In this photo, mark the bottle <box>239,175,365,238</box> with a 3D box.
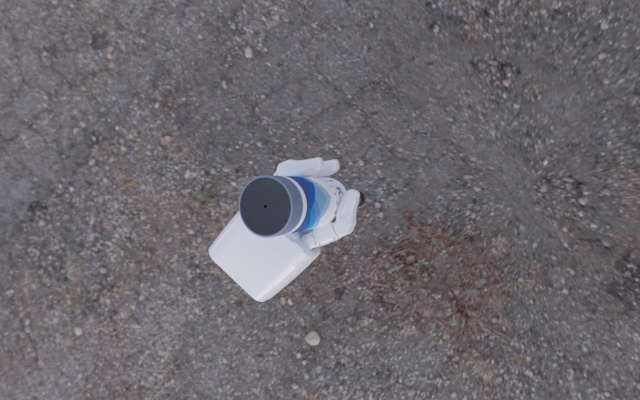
[{"bbox_3d":[0.000,0.002,0.638,0.069,0.069,0.295,0,2,24],"label":"bottle"}]
